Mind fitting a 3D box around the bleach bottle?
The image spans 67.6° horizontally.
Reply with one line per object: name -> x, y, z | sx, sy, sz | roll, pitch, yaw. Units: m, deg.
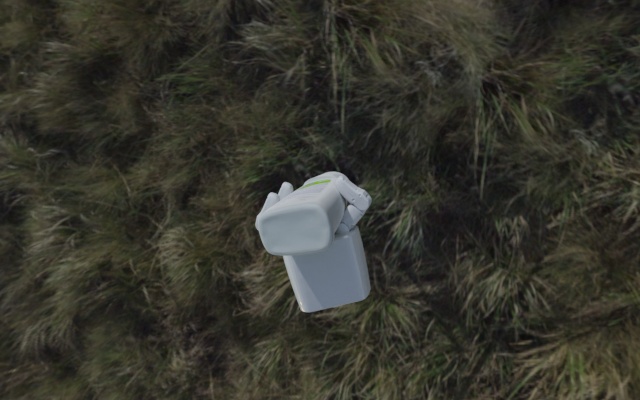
bleach bottle -> 0.000, 0.002, 0.712 | 0.102, 0.068, 0.250 | -9, 14, 20
